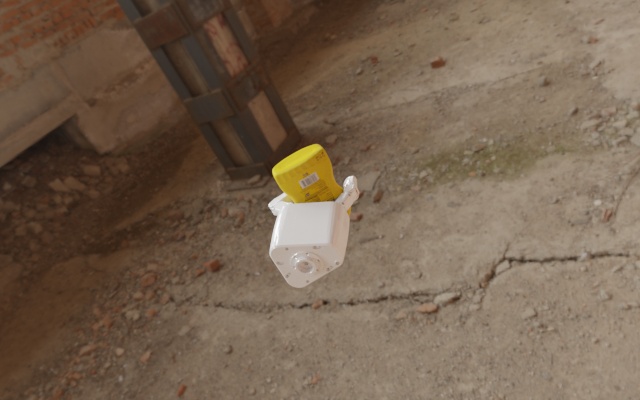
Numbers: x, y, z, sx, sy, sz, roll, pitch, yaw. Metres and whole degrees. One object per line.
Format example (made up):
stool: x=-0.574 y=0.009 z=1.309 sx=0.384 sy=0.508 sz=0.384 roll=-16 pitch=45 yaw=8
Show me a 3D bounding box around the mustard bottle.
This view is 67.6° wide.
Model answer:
mustard bottle: x=0.000 y=0.002 z=0.839 sx=0.096 sy=0.192 sz=0.058 roll=-30 pitch=29 yaw=-2
